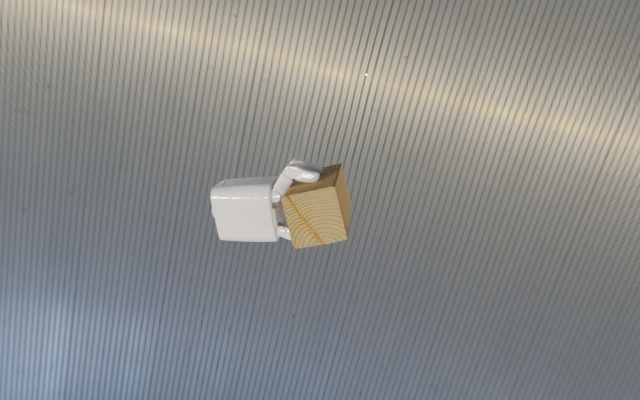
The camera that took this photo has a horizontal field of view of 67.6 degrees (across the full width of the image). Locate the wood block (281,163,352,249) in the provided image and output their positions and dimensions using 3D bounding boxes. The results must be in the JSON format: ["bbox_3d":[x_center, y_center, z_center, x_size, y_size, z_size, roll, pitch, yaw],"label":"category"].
[{"bbox_3d":[0.000,0.003,0.844,0.090,0.091,0.206,-11,13,9],"label":"wood block"}]
